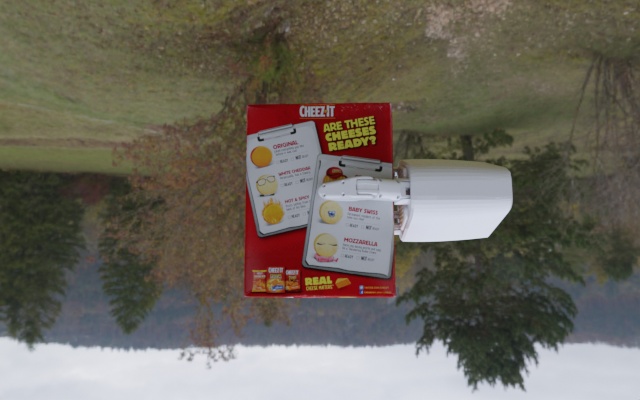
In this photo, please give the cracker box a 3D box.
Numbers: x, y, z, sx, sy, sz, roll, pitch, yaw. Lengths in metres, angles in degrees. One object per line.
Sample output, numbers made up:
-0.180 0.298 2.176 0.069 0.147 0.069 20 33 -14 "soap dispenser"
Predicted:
0.000 0.002 0.546 0.164 0.213 0.072 -1 -8 1 "cracker box"
